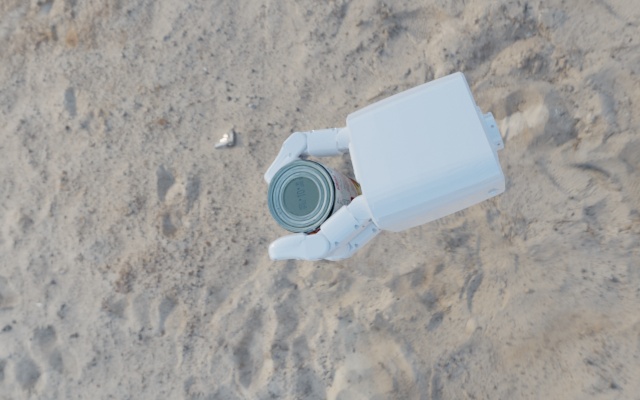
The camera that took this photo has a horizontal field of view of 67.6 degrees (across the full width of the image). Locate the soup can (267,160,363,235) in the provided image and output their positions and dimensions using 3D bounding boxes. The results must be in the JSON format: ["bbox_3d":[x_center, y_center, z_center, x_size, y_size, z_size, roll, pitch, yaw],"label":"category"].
[{"bbox_3d":[-0.001,0.002,0.465,0.068,0.068,0.102,0,-6,21],"label":"soup can"}]
